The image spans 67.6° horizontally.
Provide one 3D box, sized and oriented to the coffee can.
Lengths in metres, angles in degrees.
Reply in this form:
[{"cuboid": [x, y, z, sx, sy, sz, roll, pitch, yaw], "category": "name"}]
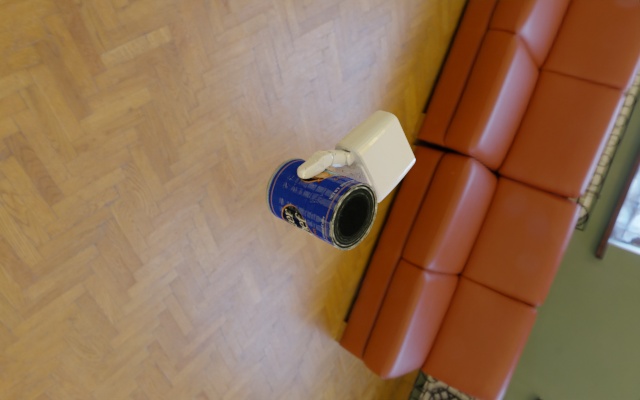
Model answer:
[{"cuboid": [0.000, 0.002, 0.725, 0.140, 0.103, 0.103, 24, 16, 39], "category": "coffee can"}]
